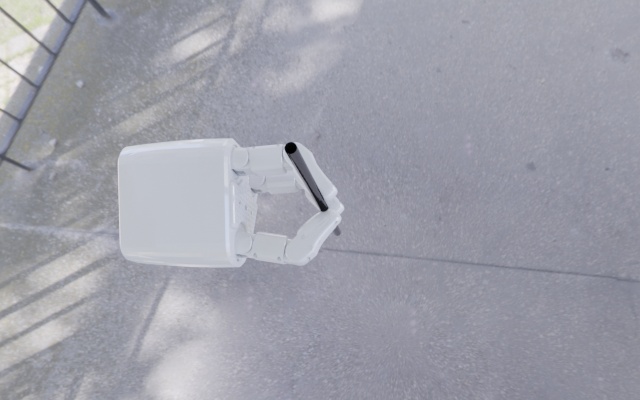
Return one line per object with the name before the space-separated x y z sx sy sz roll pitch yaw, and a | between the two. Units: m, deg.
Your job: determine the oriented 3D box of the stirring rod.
stirring rod | 0.000 0.001 0.406 0.011 0.011 0.240 0 -16 9
